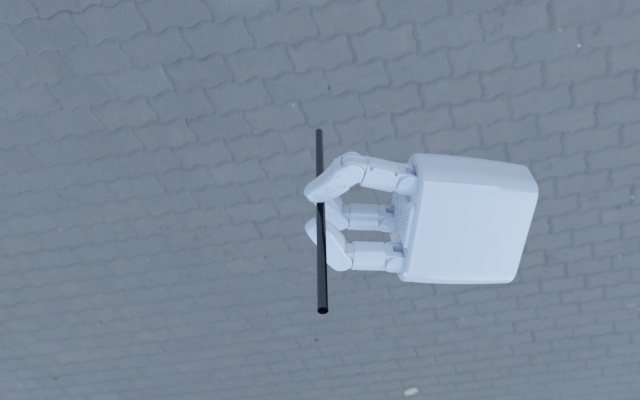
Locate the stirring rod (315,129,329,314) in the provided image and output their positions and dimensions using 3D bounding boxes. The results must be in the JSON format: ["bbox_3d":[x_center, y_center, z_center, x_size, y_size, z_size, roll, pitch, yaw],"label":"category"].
[{"bbox_3d":[0.000,0.001,0.429,0.011,0.011,0.239,0,40,-1],"label":"stirring rod"}]
